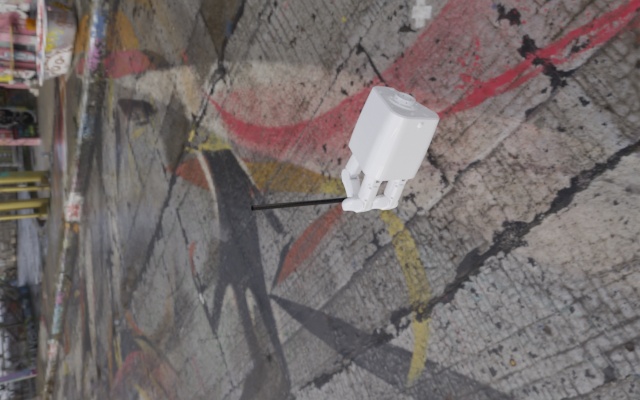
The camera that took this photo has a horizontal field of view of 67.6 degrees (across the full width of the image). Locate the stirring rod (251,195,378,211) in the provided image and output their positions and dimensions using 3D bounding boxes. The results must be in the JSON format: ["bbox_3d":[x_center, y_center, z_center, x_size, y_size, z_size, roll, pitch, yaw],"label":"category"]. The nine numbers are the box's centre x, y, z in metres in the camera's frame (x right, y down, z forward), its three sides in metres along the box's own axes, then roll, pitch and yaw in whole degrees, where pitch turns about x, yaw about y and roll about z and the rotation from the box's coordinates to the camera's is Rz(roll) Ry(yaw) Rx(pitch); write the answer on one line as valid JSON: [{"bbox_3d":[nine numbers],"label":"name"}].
[{"bbox_3d":[0.000,0.002,0.756,0.239,0.011,0.011,-5,3,-35],"label":"stirring rod"}]
